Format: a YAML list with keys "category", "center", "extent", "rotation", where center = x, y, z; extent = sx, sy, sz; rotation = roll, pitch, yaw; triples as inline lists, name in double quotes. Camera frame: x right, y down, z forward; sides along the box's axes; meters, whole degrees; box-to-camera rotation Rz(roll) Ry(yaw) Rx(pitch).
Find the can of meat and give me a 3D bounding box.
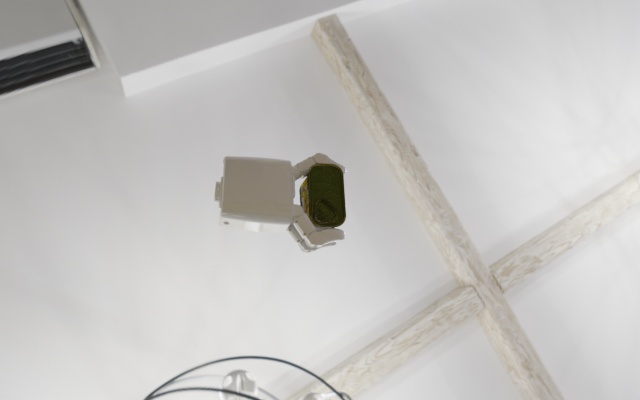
- category: "can of meat"
  center: [0.000, 0.003, 0.768]
  extent: [0.057, 0.102, 0.084]
  rotation: [1, -16, -15]
